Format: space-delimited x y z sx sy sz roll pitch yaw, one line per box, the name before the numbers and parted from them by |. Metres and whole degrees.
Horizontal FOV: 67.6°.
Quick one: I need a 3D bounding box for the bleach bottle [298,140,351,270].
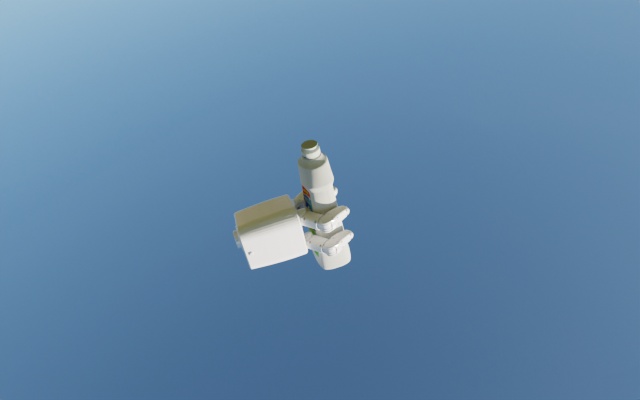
bleach bottle | 0.000 0.003 0.852 0.068 0.251 0.102 -17 37 -7
